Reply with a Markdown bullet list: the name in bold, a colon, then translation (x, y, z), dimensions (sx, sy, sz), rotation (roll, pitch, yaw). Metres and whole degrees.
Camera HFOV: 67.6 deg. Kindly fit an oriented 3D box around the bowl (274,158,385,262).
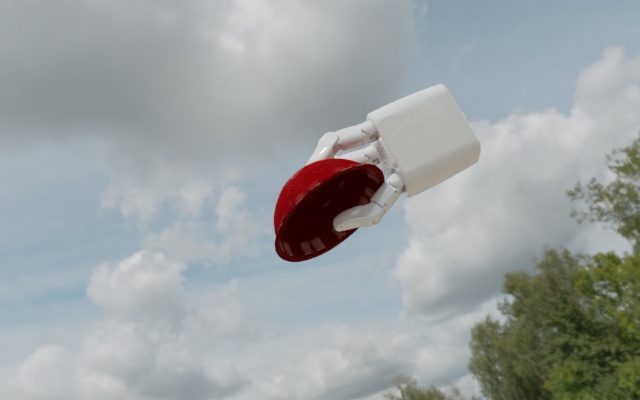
- **bowl**: translation (-0.001, 0.002, 0.588), dimensions (0.162, 0.162, 0.055), rotation (0, 42, -50)
